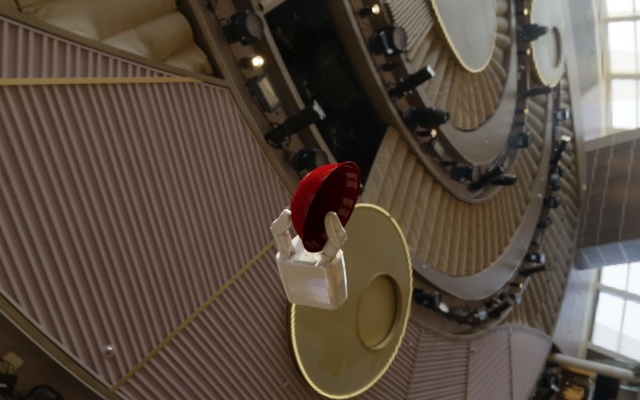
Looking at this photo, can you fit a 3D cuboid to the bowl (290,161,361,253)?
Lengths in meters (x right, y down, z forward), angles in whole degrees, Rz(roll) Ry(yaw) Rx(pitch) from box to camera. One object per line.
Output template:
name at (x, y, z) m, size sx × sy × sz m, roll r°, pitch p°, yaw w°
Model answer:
bowl at (0.000, 0.001, 0.781) m, size 0.055 × 0.162 × 0.162 m, roll 27°, pitch 13°, yaw 26°
